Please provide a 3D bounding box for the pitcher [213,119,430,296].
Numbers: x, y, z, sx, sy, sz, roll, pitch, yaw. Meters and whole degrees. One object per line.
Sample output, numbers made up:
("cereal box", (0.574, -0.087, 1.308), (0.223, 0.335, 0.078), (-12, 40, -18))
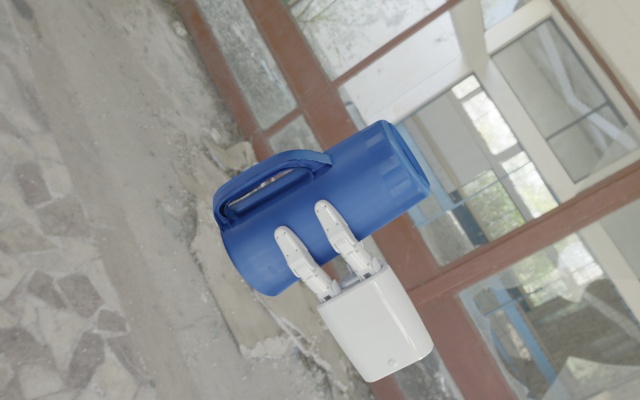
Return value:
("pitcher", (0.000, 0.002, 0.583), (0.243, 0.145, 0.149), (-32, -4, 16))
